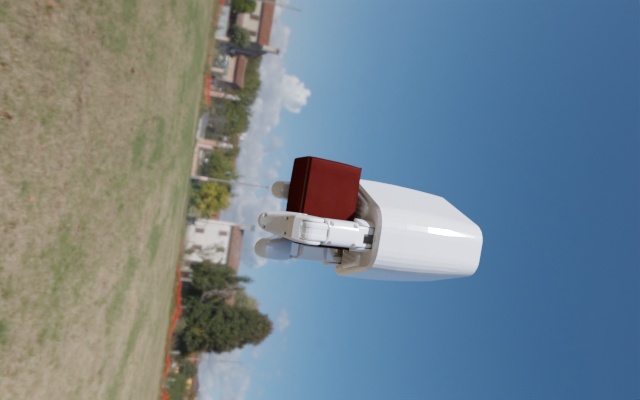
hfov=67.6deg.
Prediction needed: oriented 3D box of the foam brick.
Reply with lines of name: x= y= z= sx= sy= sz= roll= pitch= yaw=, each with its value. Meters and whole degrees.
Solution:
foam brick: x=0.000 y=0.001 z=0.441 sx=0.051 sy=0.078 sz=0.053 roll=8 pitch=2 yaw=-18
